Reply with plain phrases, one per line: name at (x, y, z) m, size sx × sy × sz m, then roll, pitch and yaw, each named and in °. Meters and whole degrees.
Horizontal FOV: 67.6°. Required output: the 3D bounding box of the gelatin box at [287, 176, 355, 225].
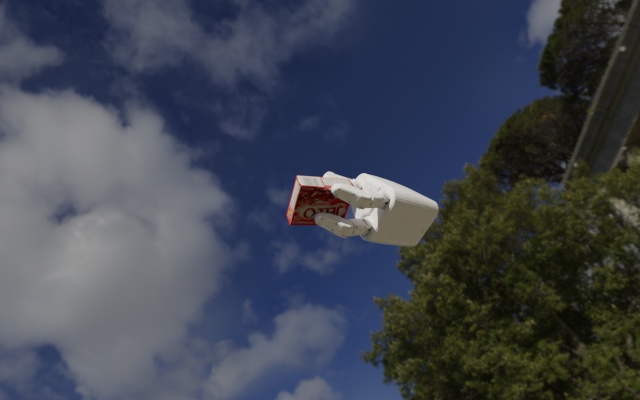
gelatin box at (0.000, 0.002, 0.720) m, size 0.089 × 0.073 × 0.030 m, roll 3°, pitch 35°, yaw -22°
